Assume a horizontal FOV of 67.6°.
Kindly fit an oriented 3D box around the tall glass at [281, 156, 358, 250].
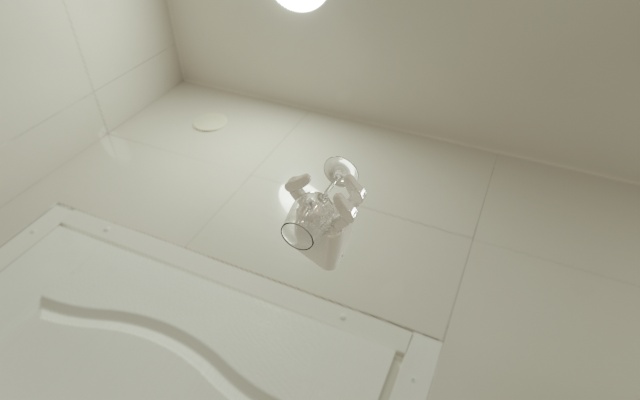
[{"bbox_3d":[0.000,0.002,0.879,0.079,0.079,0.201,0,36,30],"label":"tall glass"}]
